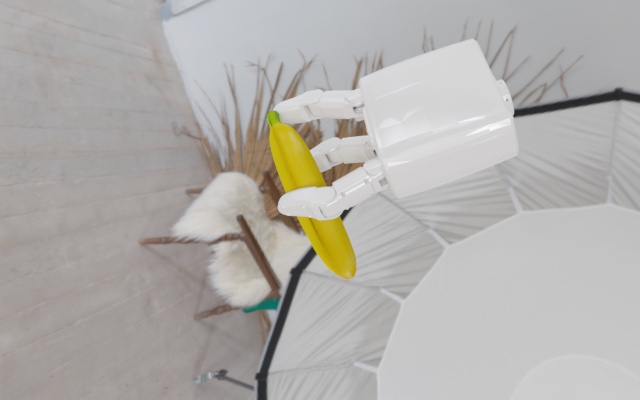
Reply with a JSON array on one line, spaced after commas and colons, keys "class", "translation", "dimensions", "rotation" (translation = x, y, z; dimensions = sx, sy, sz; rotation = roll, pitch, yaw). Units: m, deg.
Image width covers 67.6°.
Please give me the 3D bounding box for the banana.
[{"class": "banana", "translation": [-0.003, 0.005, 0.470], "dimensions": [0.037, 0.198, 0.069], "rotation": [-20, 17, 13]}]
